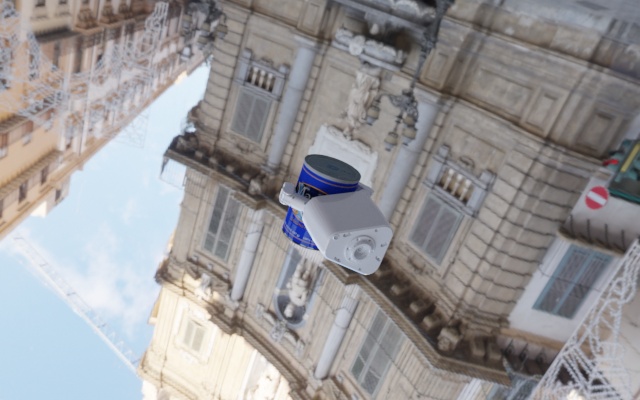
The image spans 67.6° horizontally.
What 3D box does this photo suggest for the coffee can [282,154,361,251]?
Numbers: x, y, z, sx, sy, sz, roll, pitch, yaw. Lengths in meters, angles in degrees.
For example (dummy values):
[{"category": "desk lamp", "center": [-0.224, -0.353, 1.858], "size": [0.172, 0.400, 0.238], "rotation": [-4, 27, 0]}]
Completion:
[{"category": "coffee can", "center": [0.000, 0.003, 0.843], "size": [0.103, 0.140, 0.102], "rotation": [17, 23, -7]}]
